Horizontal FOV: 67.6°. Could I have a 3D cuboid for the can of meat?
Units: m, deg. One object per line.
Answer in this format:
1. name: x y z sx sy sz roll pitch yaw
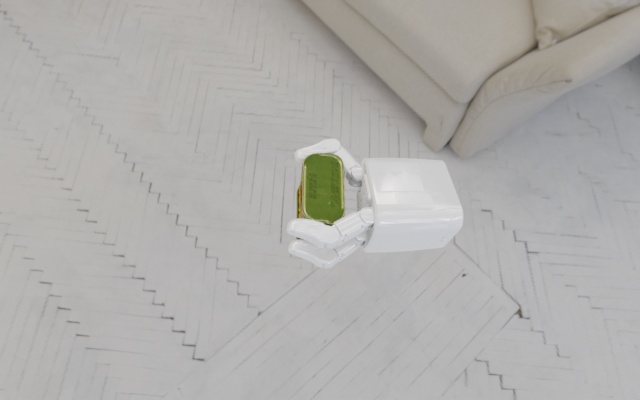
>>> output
1. can of meat: 0.000 0.002 0.601 0.057 0.102 0.084 2 -27 -5
